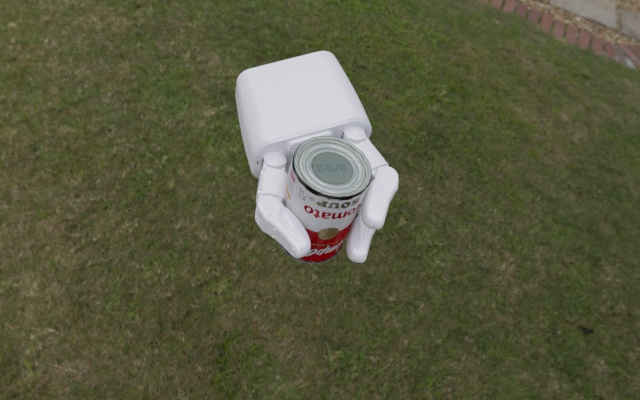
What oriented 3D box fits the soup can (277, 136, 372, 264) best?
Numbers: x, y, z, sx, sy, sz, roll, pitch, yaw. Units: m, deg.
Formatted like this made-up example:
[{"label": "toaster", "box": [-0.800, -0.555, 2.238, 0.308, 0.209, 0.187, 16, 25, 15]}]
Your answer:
[{"label": "soup can", "box": [0.000, 0.002, 0.421, 0.068, 0.068, 0.102, 0, -37, -15]}]
